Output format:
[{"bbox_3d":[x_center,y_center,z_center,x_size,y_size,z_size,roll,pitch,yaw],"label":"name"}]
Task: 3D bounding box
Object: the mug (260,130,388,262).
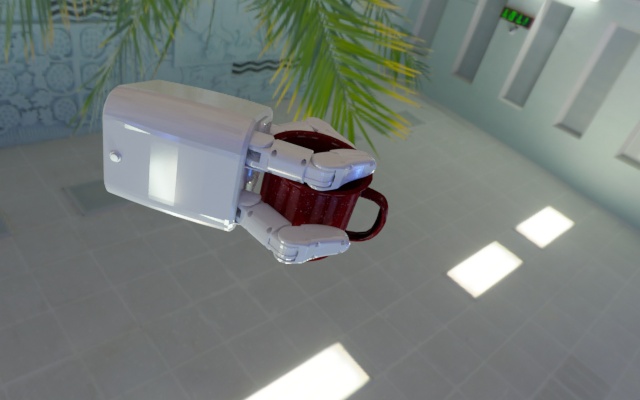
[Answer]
[{"bbox_3d":[0.001,0.002,0.414,0.117,0.081,0.093,17,35,-1],"label":"mug"}]
